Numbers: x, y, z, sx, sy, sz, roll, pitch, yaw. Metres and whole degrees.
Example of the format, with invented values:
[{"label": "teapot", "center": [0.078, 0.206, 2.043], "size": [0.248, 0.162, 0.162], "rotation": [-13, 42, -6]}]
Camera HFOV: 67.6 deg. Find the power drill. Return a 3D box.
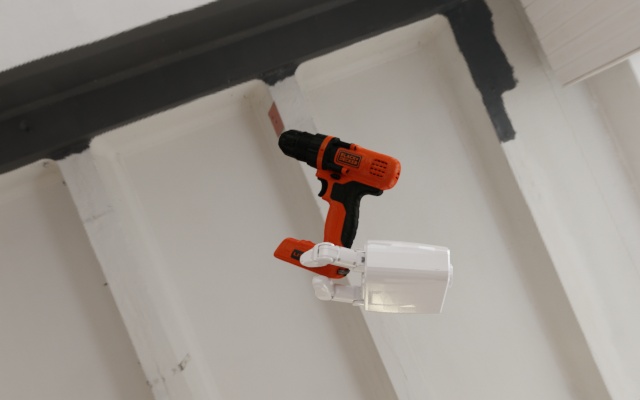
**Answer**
[{"label": "power drill", "center": [0.000, 0.003, 0.668], "size": [0.184, 0.187, 0.057], "rotation": [19, 1, 21]}]
